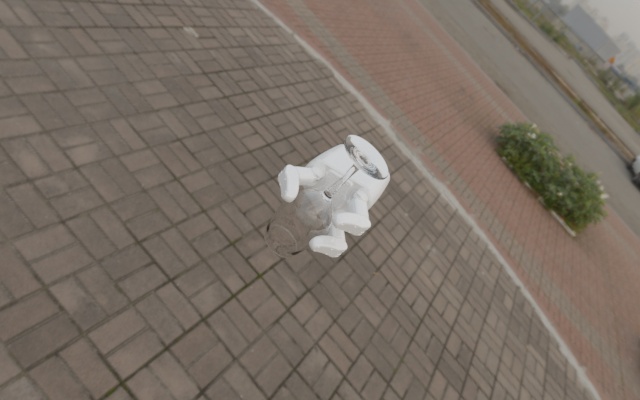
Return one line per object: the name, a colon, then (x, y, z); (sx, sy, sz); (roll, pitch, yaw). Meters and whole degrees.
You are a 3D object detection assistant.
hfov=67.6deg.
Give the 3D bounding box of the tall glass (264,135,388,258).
tall glass: (0.000, 0.002, 0.667); (0.079, 0.079, 0.201); (0, -36, -48)
